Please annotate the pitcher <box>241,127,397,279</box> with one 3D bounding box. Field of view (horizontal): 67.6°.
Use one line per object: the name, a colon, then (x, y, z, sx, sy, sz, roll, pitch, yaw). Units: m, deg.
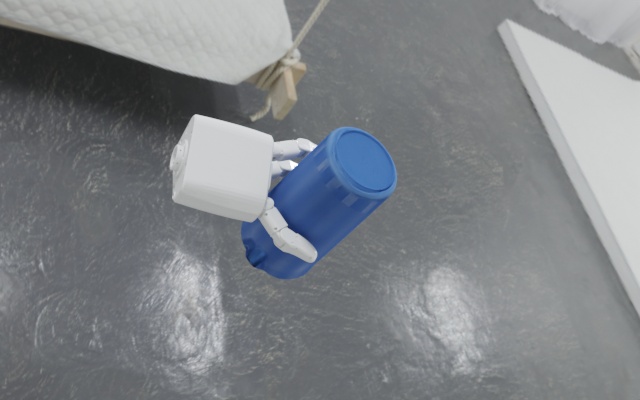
pitcher: (0.000, 0.002, 0.678, 0.145, 0.149, 0.243, 17, -37, -26)
